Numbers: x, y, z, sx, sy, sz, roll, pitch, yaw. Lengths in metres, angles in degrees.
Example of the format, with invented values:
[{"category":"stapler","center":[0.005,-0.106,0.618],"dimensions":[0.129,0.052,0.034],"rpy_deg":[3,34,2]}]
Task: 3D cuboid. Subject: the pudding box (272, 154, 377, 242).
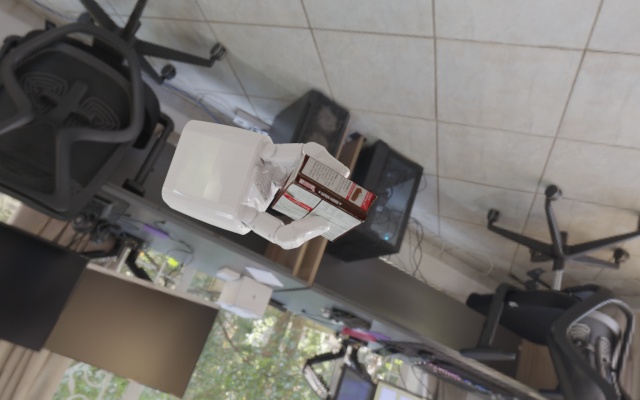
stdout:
[{"category":"pudding box","center":[0.000,0.002,0.544],"dimensions":[0.090,0.039,0.113],"rpy_deg":[29,-20,-8]}]
